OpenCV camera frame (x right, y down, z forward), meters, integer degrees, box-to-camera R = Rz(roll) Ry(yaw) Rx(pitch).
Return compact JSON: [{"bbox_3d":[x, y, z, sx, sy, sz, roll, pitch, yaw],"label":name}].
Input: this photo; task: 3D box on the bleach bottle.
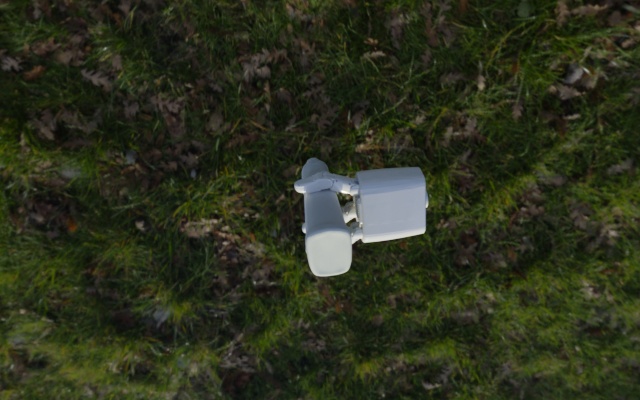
[{"bbox_3d":[0.000,0.003,0.797,0.068,0.103,0.250,-7,39,-3],"label":"bleach bottle"}]
